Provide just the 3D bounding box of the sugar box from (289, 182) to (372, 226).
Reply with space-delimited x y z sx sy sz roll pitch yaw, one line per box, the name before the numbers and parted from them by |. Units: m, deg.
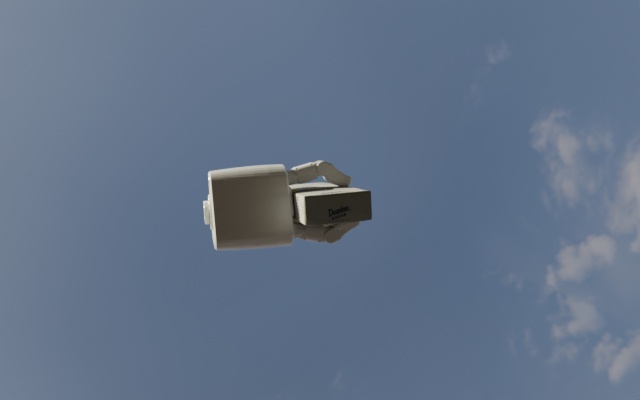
sugar box | 0.000 0.003 0.692 0.093 0.048 0.176 -5 9 -15
